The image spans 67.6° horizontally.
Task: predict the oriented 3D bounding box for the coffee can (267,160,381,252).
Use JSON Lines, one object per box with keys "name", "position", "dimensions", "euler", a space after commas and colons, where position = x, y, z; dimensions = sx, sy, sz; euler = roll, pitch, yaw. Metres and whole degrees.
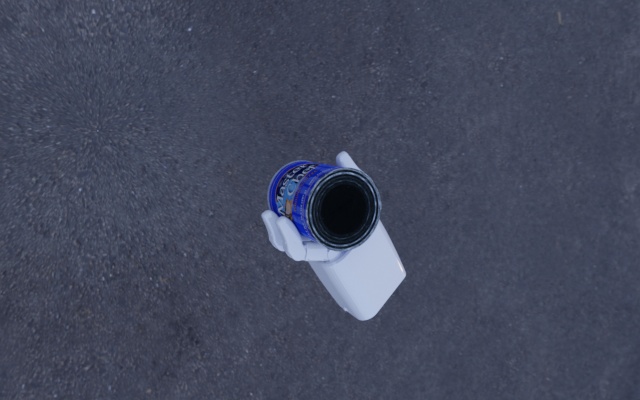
{"name": "coffee can", "position": [0.000, 0.002, 0.634], "dimensions": [0.103, 0.103, 0.140], "euler": [0, 8, -25]}
